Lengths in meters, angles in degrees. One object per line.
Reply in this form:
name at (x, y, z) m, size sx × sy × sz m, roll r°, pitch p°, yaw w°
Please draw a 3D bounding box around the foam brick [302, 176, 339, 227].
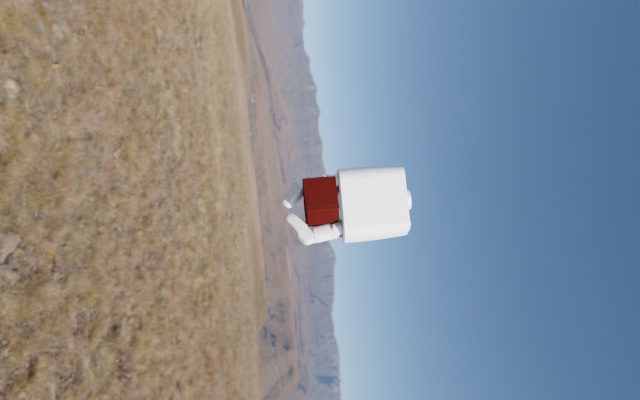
foam brick at (0.000, 0.002, 0.730) m, size 0.051 × 0.053 × 0.078 m, roll -4°, pitch -21°, yaw -1°
